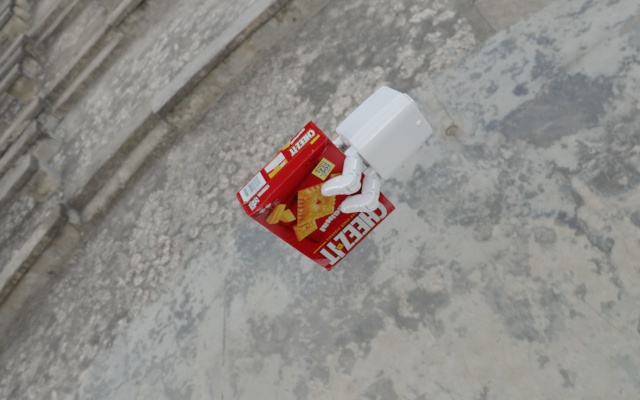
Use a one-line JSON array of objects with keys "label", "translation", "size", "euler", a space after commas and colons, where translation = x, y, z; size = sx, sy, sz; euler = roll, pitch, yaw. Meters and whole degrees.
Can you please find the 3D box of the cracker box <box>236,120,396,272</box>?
[{"label": "cracker box", "translation": [0.000, 0.002, 0.764], "size": [0.214, 0.164, 0.072], "euler": [41, 8, -42]}]
